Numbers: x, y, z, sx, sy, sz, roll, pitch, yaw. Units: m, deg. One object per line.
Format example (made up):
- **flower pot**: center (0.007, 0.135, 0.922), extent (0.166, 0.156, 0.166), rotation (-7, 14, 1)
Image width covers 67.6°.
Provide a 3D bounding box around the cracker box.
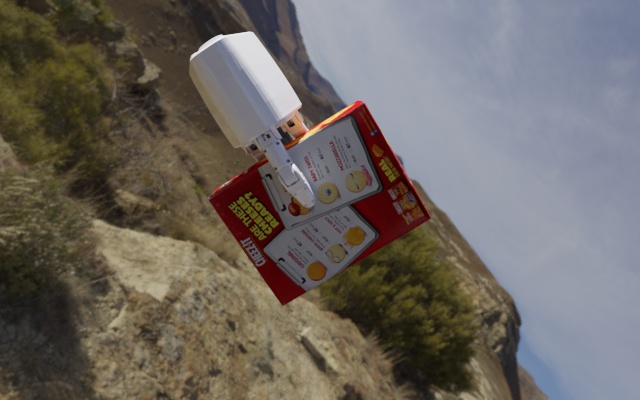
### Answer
- **cracker box**: center (0.000, 0.002, 0.591), extent (0.214, 0.164, 0.072), rotation (-31, 12, 6)
